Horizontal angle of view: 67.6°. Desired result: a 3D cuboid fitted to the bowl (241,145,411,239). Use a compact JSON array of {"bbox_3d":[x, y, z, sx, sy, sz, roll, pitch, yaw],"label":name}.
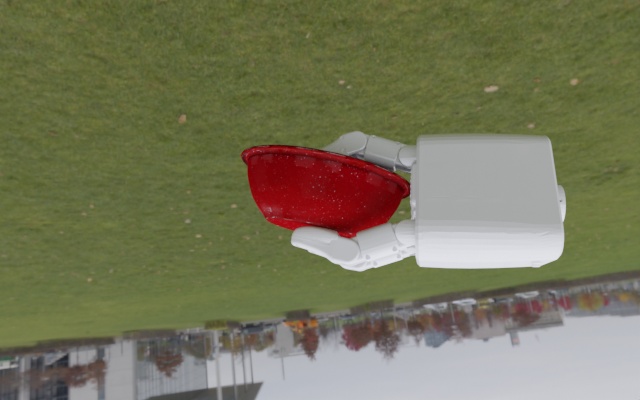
[{"bbox_3d":[-0.001,0.002,0.441,0.162,0.055,0.162,12,-10,2],"label":"bowl"}]
